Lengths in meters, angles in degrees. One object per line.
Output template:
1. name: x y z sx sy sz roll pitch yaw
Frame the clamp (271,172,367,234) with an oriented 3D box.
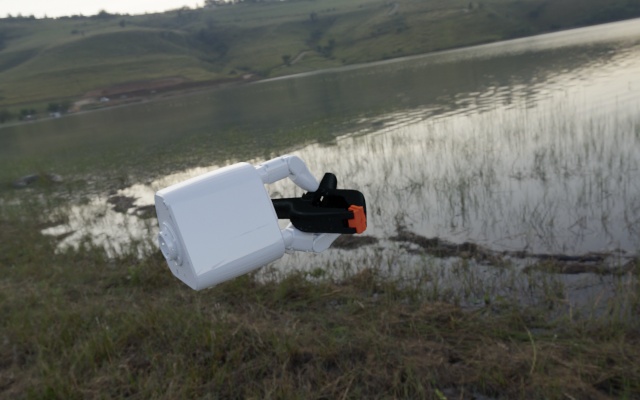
1. clamp: 0.000 0.001 0.604 0.164 0.036 0.210 -23 20 -32
